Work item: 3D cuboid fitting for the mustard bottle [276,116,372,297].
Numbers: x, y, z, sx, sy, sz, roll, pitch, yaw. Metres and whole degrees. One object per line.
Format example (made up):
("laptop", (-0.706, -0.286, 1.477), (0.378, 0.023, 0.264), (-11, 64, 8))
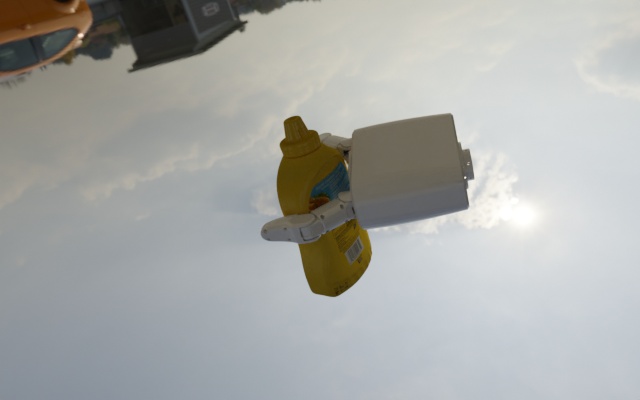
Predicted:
("mustard bottle", (0.000, 0.002, 0.507), (0.058, 0.192, 0.096), (4, 34, 37))
